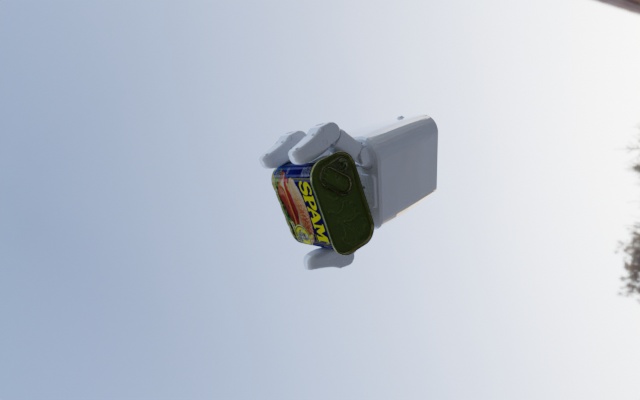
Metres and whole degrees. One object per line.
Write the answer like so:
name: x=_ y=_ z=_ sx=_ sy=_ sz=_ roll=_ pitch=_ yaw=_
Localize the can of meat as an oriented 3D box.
can of meat: x=0.000 y=0.002 z=0.508 sx=0.057 sy=0.102 sz=0.084 roll=-29 pitch=18 yaw=-31
